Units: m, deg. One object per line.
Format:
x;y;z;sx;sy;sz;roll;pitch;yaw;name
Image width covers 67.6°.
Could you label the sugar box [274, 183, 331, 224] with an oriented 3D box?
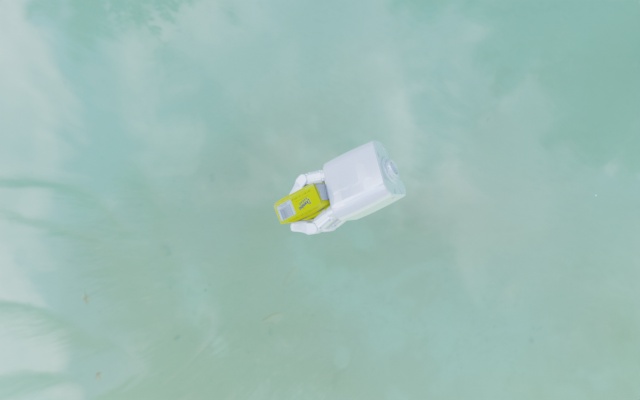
0.000;0.003;0.894;0.093;0.048;0.176;-27;-13;27;sugar box
